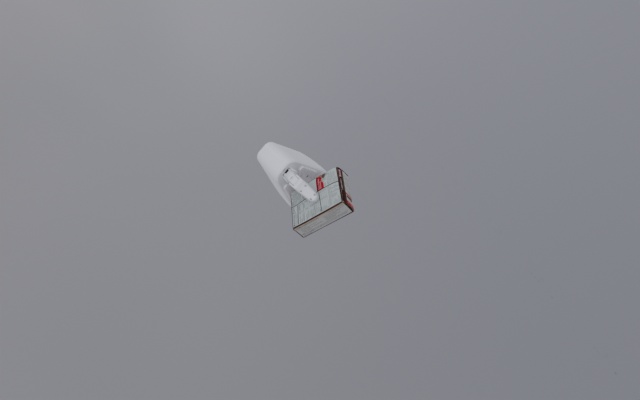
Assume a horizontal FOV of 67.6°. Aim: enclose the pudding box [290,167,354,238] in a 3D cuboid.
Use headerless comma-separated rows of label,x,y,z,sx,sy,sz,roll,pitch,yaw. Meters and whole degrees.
pudding box,0.000,0.003,0.856,0.113,0.090,0.039,-30,-46,24
